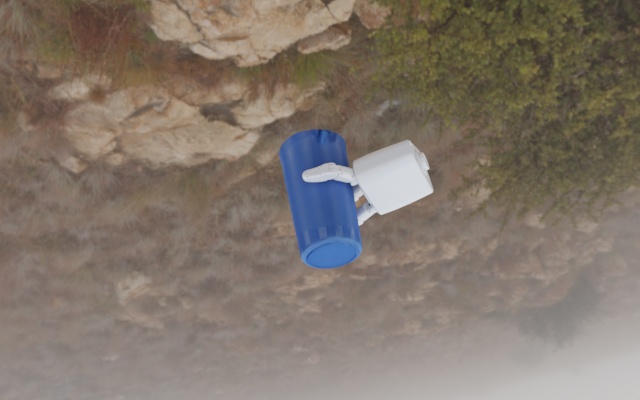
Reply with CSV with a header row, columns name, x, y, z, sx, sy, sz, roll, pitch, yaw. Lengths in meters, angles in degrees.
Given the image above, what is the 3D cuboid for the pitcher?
name,x,y,z,sx,sy,sz,roll,pitch,yaw
pitcher,0.000,0.003,0.887,0.145,0.242,0.149,-24,-36,20
